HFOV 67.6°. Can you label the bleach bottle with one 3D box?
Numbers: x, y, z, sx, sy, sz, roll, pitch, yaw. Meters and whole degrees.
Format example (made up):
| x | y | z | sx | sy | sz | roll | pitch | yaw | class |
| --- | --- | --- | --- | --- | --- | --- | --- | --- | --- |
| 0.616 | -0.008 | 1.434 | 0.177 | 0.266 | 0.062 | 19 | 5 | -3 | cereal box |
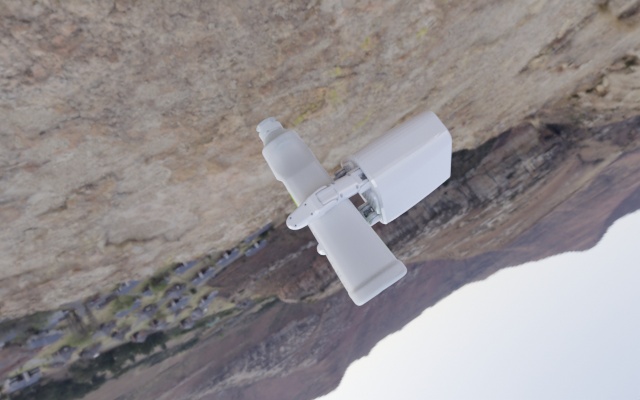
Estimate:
| x | y | z | sx | sy | sz | roll | pitch | yaw | class |
| --- | --- | --- | --- | --- | --- | --- | --- | --- | --- |
| 0.000 | 0.002 | 0.568 | 0.068 | 0.250 | 0.102 | -34 | -13 | -5 | bleach bottle |
